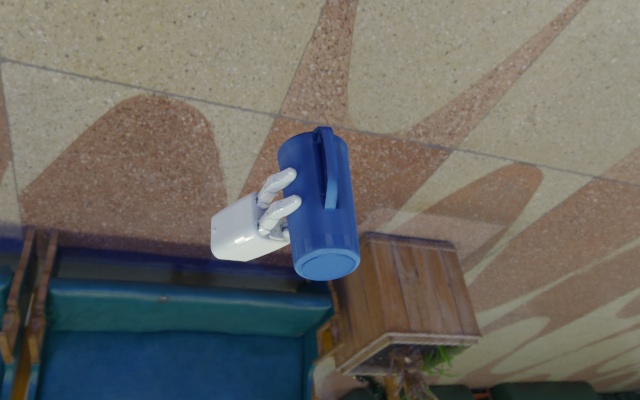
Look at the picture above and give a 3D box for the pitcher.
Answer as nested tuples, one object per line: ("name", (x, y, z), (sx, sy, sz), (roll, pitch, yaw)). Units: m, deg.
("pitcher", (0.000, 0.003, 0.819), (0.145, 0.242, 0.149), (-24, -37, 22))
